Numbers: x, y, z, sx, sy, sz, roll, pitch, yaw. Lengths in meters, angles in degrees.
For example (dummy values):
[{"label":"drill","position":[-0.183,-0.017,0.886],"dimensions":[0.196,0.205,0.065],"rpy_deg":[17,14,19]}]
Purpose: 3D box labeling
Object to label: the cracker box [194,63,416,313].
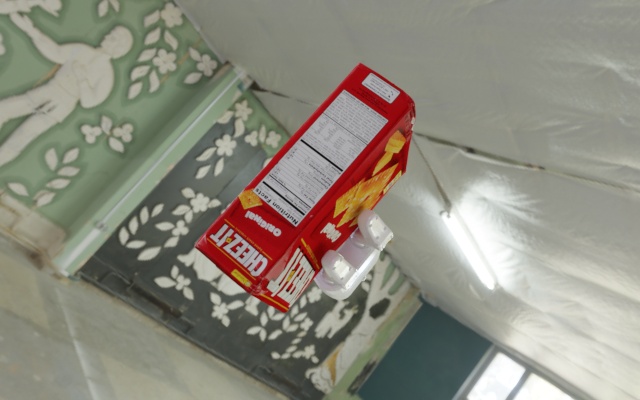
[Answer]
[{"label":"cracker box","position":[0.000,0.001,0.463],"dimensions":[0.072,0.213,0.164],"rpy_deg":[37,-11,16]}]
